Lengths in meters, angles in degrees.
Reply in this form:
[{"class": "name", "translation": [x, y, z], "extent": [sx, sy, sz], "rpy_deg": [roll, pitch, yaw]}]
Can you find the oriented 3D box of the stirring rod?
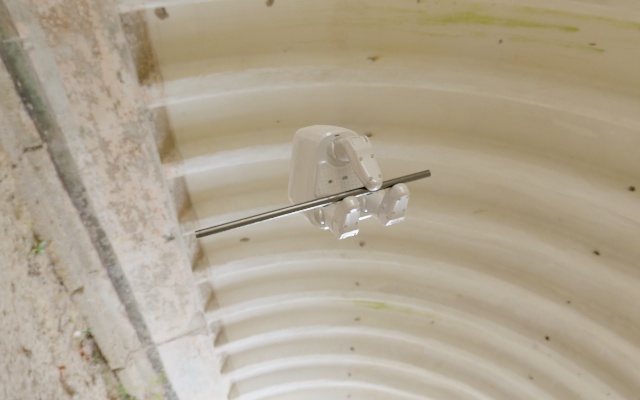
[{"class": "stirring rod", "translation": [0.000, 0.001, 0.460], "extent": [0.239, 0.011, 0.011], "rpy_deg": [-15, 4, -16]}]
